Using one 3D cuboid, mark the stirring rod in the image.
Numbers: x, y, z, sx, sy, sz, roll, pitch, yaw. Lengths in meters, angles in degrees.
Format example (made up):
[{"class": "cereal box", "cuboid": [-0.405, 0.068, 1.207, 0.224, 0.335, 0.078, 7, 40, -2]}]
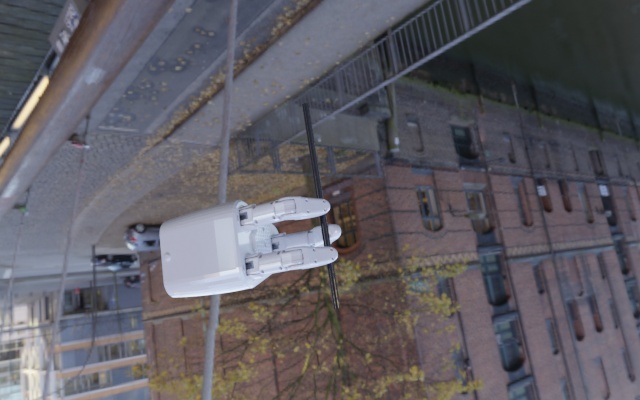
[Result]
[{"class": "stirring rod", "cuboid": [0.000, 0.002, 0.545, 0.011, 0.239, 0.011, -9, -12, -2]}]
